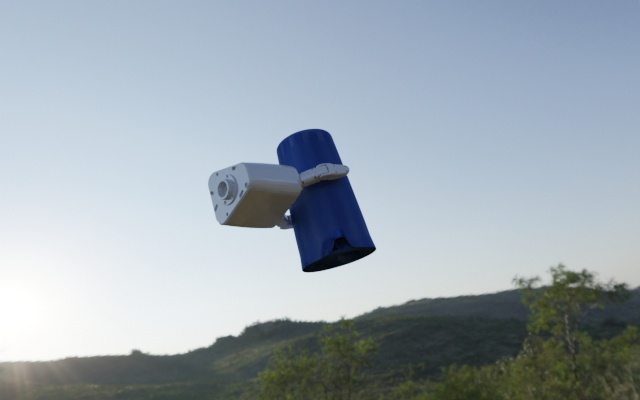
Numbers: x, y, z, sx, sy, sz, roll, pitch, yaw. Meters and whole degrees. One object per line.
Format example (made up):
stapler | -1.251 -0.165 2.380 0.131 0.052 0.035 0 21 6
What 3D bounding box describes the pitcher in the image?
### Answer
pitcher | 0.000 0.003 0.865 0.149 0.242 0.145 -31 -23 37
